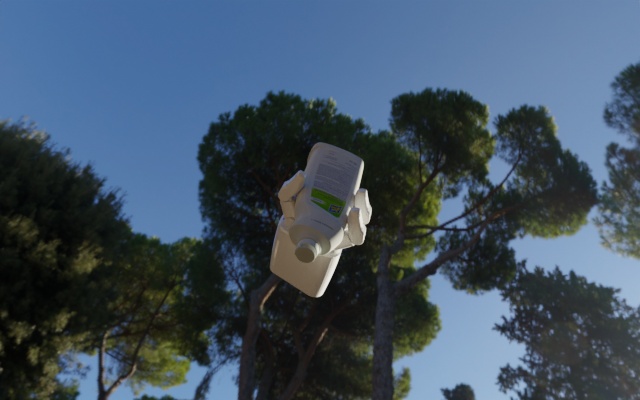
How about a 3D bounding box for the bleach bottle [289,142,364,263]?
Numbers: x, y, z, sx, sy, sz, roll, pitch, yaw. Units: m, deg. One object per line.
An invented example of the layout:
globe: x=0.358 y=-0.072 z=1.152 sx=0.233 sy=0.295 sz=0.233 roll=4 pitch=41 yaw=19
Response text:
bleach bottle: x=0.000 y=0.002 z=0.750 sx=0.102 sy=0.068 sz=0.250 roll=20 pitch=37 yaw=2
